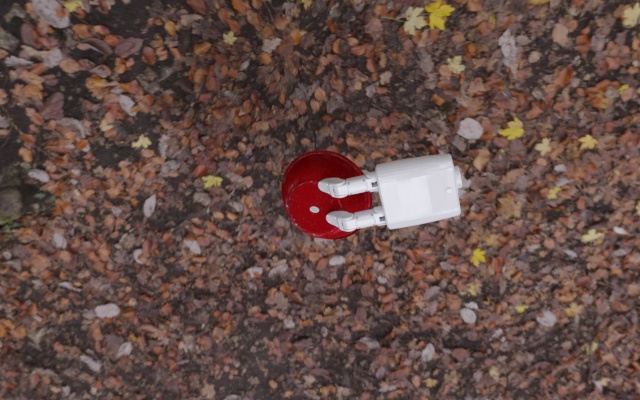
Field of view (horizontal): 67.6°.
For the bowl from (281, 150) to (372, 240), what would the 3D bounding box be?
[{"bbox_3d":[-0.001,0.003,0.778,0.162,0.162,0.055,0,23,21],"label":"bowl"}]
